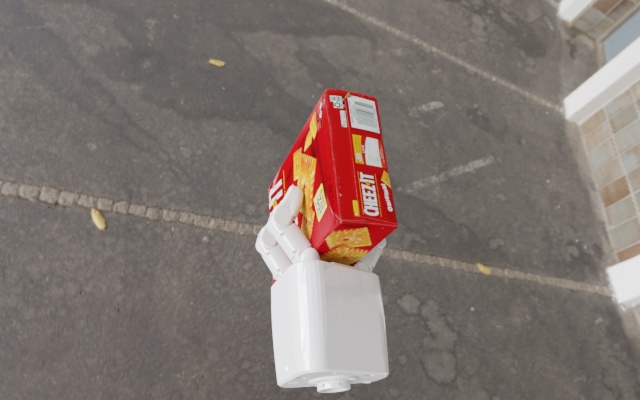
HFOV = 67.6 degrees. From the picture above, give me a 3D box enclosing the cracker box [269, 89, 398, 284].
[{"bbox_3d":[0.000,0.002,0.561,0.072,0.164,0.214,7,-31,-21],"label":"cracker box"}]
